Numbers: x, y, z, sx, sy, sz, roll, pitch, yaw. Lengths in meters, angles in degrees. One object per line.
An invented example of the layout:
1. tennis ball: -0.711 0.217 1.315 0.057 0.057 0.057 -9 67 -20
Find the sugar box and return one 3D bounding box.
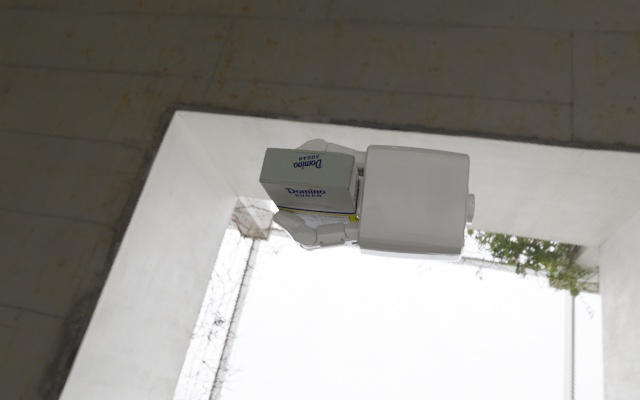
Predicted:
1. sugar box: 0.000 0.001 0.540 0.093 0.048 0.176 6 -24 11
